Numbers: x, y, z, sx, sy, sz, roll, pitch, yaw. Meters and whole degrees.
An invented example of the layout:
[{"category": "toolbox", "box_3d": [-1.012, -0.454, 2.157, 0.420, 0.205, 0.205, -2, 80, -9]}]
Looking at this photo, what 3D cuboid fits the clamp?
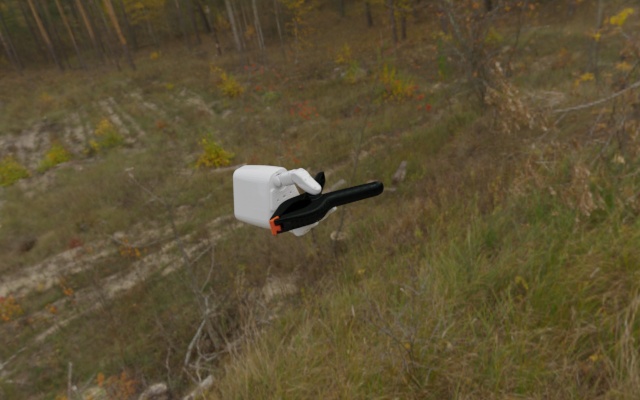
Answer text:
[{"category": "clamp", "box_3d": [-0.001, 0.002, 0.845, 0.164, 0.036, 0.210, 7, 30, 40]}]
